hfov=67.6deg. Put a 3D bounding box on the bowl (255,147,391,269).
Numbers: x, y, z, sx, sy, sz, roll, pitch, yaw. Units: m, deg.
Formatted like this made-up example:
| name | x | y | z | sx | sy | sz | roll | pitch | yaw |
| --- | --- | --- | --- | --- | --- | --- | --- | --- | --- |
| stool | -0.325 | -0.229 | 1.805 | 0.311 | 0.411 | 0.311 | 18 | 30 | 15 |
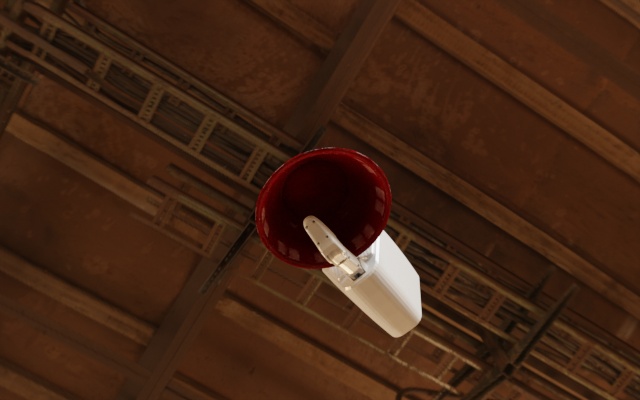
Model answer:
| name | x | y | z | sx | sy | sz | roll | pitch | yaw |
| --- | --- | --- | --- | --- | --- | --- | --- | --- | --- |
| bowl | -0.001 | 0.001 | 0.573 | 0.162 | 0.162 | 0.055 | 0 | 29 | -14 |
